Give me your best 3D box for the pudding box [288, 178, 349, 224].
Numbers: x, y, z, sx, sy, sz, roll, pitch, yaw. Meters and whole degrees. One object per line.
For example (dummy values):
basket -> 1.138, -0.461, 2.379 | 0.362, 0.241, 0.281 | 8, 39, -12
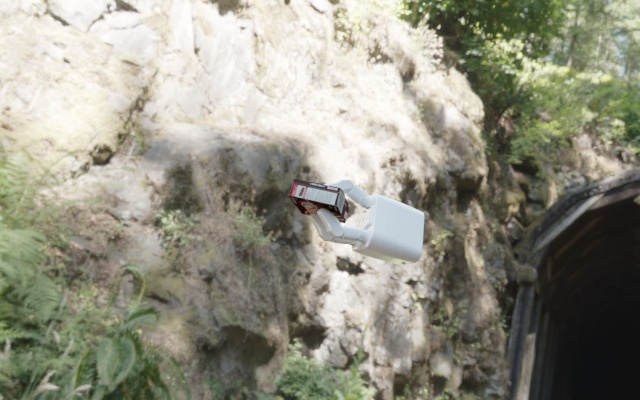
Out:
pudding box -> 0.000, 0.003, 0.867 | 0.090, 0.039, 0.113 | 11, -18, 14
